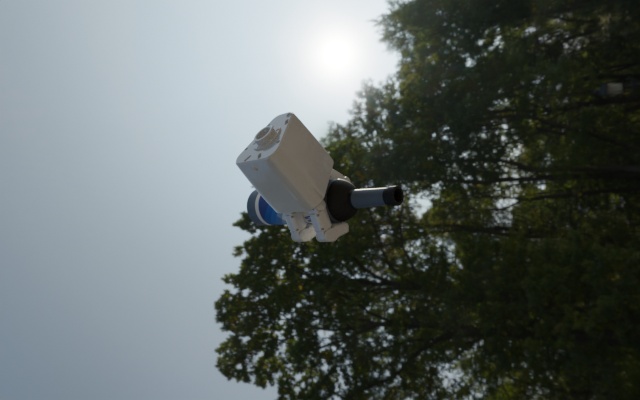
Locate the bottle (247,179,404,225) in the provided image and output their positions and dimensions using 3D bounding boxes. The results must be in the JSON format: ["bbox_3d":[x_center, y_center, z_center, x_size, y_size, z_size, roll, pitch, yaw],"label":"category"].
[{"bbox_3d":[0.000,0.003,0.751,0.296,0.069,0.069,-5,-3,44],"label":"bottle"}]
